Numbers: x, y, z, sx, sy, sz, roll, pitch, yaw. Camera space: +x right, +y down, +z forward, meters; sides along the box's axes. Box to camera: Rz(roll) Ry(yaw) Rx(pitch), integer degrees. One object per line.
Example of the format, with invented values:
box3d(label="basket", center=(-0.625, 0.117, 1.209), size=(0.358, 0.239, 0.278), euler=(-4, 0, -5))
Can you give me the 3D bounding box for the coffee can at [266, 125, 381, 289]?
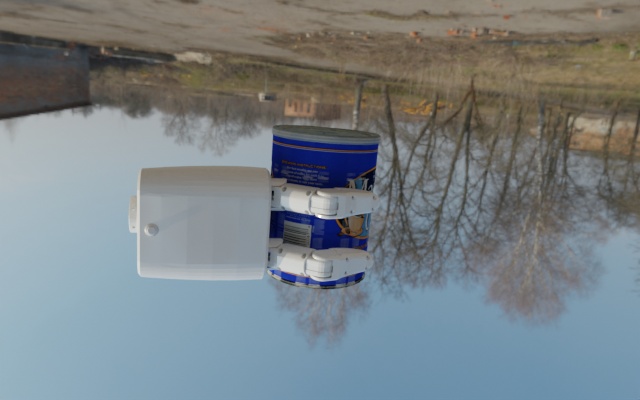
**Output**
box3d(label="coffee can", center=(0.000, 0.001, 0.466), size=(0.103, 0.140, 0.102), euler=(5, 12, -1))
